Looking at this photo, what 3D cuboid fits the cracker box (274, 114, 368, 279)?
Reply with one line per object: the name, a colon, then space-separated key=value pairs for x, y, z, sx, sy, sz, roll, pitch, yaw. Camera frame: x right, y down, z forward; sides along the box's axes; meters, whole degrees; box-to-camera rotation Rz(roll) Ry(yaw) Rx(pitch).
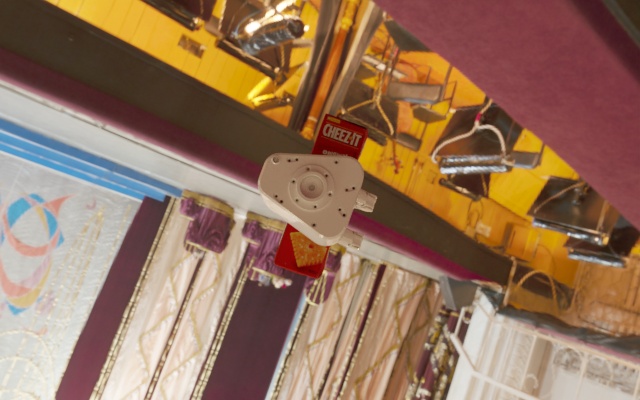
cracker box: x=0.000 y=0.002 z=0.704 sx=0.072 sy=0.213 sz=0.164 roll=20 pitch=-7 yaw=0
